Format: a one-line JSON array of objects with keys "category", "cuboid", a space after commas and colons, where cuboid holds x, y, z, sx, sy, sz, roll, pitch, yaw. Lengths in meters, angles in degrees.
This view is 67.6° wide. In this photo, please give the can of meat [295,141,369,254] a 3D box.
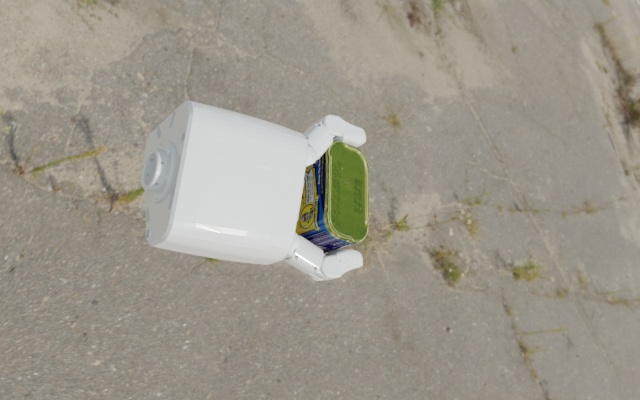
[{"category": "can of meat", "cuboid": [0.000, 0.002, 0.465, 0.057, 0.102, 0.084, 18, -27, -36]}]
